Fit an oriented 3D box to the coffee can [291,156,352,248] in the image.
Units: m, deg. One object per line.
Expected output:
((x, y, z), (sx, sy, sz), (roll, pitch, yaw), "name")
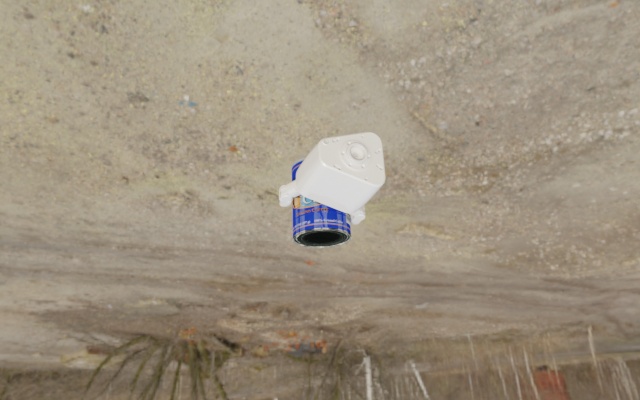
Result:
((0.000, 0.003, 0.847), (0.103, 0.140, 0.103), (-2, -22, -1), "coffee can")
